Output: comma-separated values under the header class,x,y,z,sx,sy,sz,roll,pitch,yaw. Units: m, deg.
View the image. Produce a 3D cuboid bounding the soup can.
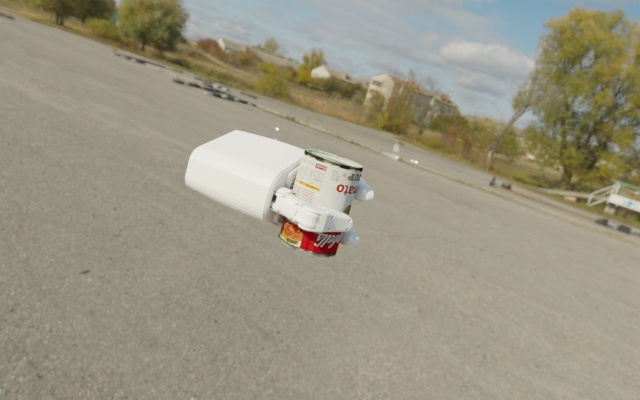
class,x,y,z,sx,sy,sz,roll,pitch,yaw
soup can,0.001,0.002,0.521,0.068,0.102,0.068,17,12,-4
